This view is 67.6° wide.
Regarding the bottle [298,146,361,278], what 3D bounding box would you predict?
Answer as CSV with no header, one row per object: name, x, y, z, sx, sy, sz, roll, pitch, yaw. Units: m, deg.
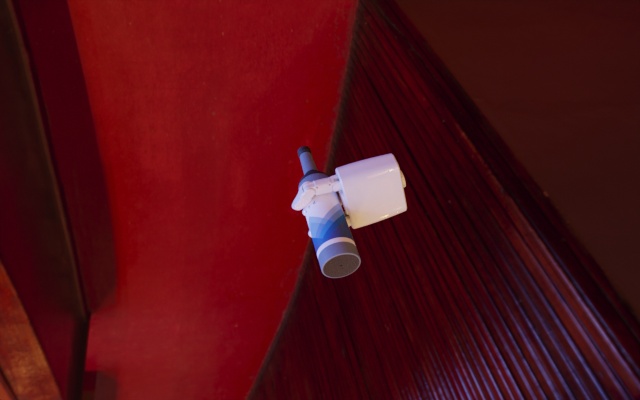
bottle,0.000,0.003,0.875,0.069,0.295,0.069,-10,-43,-9
